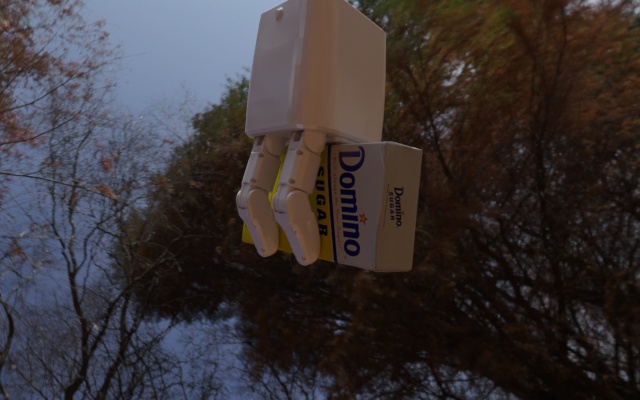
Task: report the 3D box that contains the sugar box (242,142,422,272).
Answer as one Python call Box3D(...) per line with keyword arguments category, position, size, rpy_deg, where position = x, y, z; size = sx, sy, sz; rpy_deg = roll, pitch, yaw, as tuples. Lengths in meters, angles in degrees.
Box3D(category="sugar box", position=(0.000, 0.001, 0.403), size=(0.048, 0.093, 0.176), rpy_deg=(6, -2, -38))
